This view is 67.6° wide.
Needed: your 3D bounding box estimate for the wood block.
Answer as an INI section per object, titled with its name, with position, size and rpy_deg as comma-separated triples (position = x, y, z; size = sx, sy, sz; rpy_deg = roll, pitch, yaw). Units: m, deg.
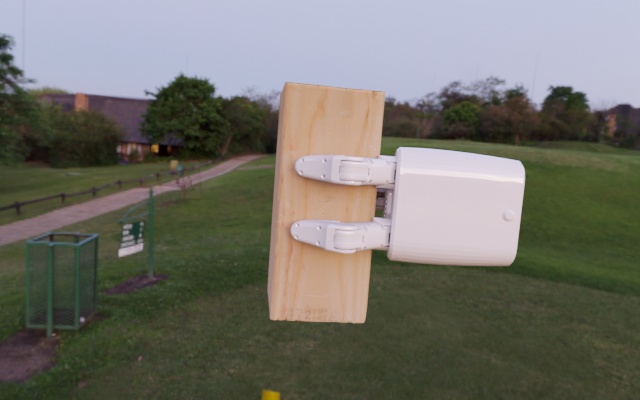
[wood block]
position = 0.000, 0.001, 0.457
size = 0.090, 0.206, 0.091
rpy_deg = 4, 6, -7
